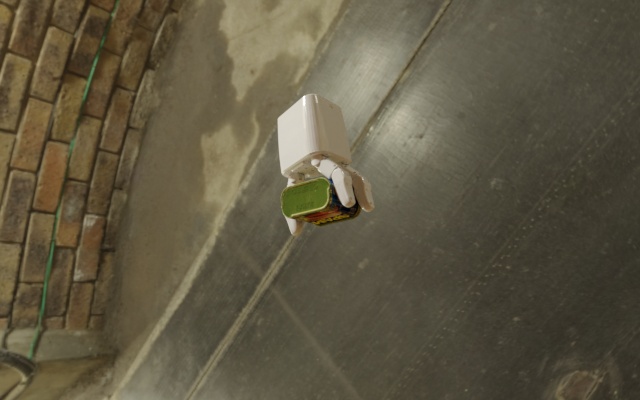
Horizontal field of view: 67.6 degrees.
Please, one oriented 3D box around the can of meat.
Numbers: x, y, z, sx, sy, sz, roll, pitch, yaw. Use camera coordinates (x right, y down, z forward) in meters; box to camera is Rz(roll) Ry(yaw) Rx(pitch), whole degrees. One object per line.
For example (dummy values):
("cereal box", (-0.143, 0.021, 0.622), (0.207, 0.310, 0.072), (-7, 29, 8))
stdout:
("can of meat", (0.000, 0.003, 0.759), (0.102, 0.057, 0.084), (-15, -18, 34))
